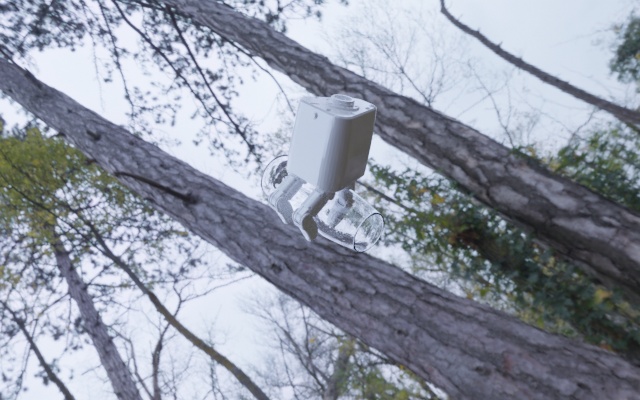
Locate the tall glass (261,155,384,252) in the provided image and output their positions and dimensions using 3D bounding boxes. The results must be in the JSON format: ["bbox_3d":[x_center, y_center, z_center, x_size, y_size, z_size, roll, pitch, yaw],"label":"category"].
[{"bbox_3d":[0.000,0.002,0.713,0.201,0.079,0.079,33,21,37],"label":"tall glass"}]
